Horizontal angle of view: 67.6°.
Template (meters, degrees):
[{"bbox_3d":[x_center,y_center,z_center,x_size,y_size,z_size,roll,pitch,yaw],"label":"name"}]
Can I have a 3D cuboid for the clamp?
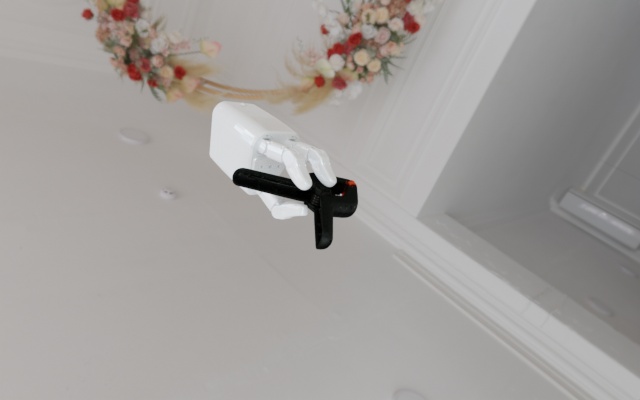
[{"bbox_3d":[0.000,0.003,0.672,0.164,0.036,0.210,41,27,28],"label":"clamp"}]
